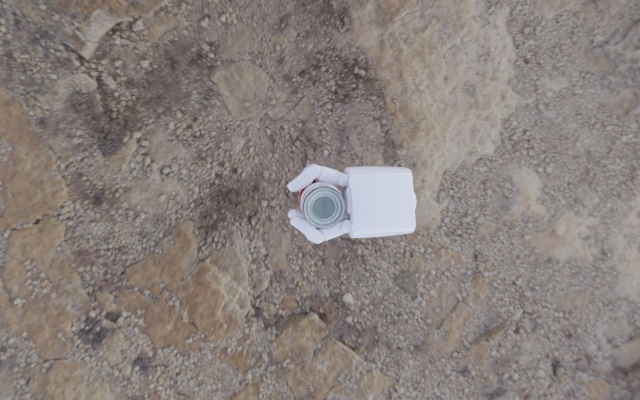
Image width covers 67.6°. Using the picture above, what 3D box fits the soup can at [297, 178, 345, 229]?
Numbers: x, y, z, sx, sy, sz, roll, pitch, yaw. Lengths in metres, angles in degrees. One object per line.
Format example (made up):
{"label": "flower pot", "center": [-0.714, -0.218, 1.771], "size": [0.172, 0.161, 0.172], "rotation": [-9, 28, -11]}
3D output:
{"label": "soup can", "center": [0.000, 0.003, 0.775], "size": [0.068, 0.068, 0.102], "rotation": [0, 11, -7]}
